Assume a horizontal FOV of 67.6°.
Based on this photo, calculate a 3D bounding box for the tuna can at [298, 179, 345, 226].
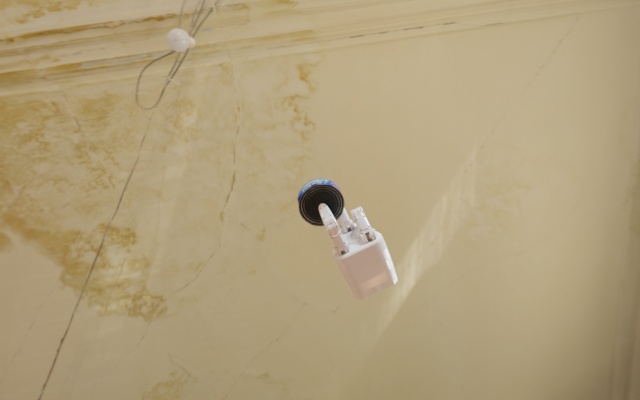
[{"bbox_3d":[0.000,0.003,0.893,0.086,0.086,0.033,0,24,-9],"label":"tuna can"}]
